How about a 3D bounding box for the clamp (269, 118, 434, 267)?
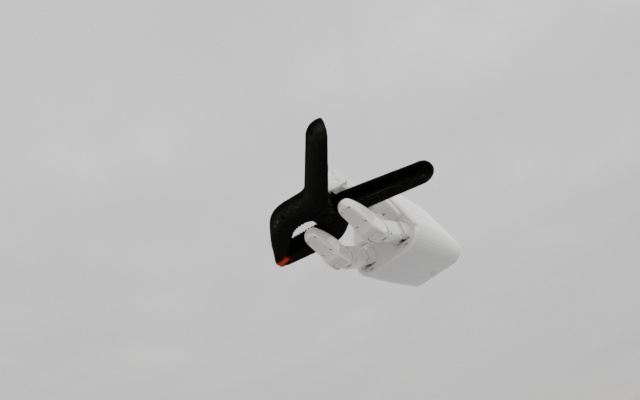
[{"bbox_3d":[0.000,0.001,0.523,0.164,0.036,0.210,23,-53,-39],"label":"clamp"}]
